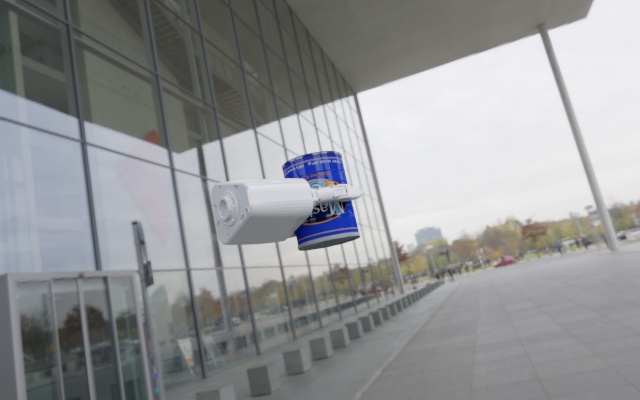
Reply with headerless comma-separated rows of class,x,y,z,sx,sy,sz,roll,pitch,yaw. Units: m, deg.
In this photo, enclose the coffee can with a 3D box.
coffee can,0.000,0.003,0.777,0.103,0.140,0.103,-12,-11,-2
